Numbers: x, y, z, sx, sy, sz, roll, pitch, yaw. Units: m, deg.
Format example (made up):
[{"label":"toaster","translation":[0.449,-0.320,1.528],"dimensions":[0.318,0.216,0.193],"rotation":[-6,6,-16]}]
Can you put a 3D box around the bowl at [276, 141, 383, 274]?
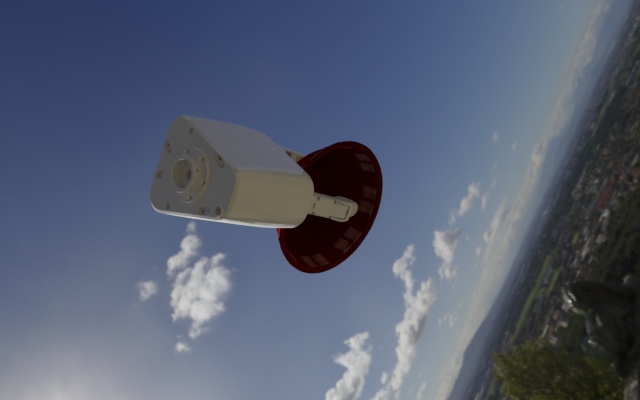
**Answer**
[{"label":"bowl","translation":[0.001,0.002,0.564],"dimensions":[0.162,0.162,0.055],"rotation":[0,20,-45]}]
